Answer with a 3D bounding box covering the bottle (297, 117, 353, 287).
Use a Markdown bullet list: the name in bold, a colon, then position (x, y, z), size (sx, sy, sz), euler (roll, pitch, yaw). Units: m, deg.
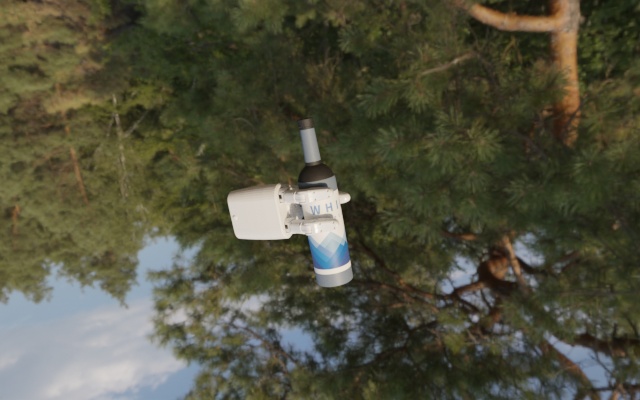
- **bottle**: position (0.000, 0.003, 0.840), size (0.069, 0.296, 0.069), euler (-10, 12, 2)
